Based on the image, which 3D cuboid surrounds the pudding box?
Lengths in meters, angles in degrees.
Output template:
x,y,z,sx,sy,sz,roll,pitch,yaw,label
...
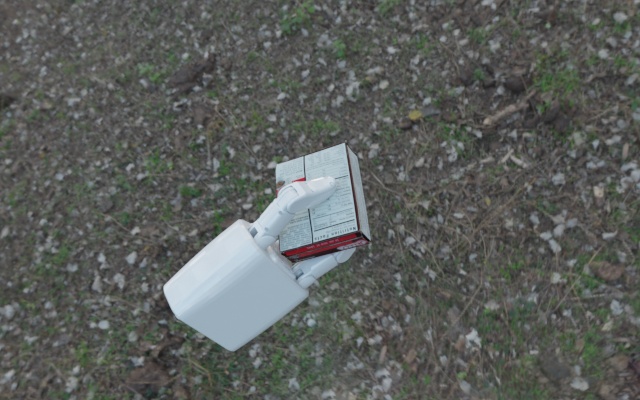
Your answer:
x,y,z,sx,sy,sz,roll,pitch,yaw,label
0.000,0.002,0.507,0.090,0.113,0.039,-16,-29,17,pudding box
